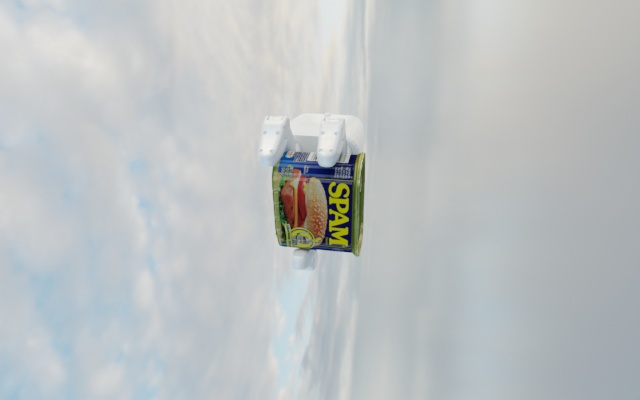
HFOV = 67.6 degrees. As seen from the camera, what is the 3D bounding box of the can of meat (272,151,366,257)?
[{"bbox_3d":[0.000,0.002,0.475,0.084,0.102,0.057,4,28,9],"label":"can of meat"}]
